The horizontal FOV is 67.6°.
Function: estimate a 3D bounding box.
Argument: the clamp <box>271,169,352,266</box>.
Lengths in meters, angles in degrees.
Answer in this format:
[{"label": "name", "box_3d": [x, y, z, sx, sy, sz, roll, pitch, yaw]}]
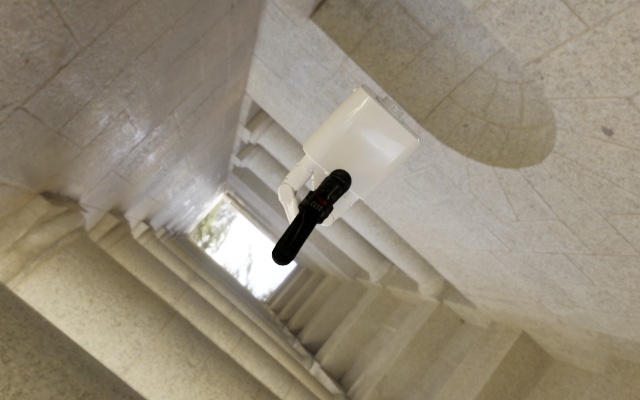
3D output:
[{"label": "clamp", "box_3d": [0.001, 0.002, 0.553, 0.039, 0.120, 0.171, 42, 17, -6]}]
